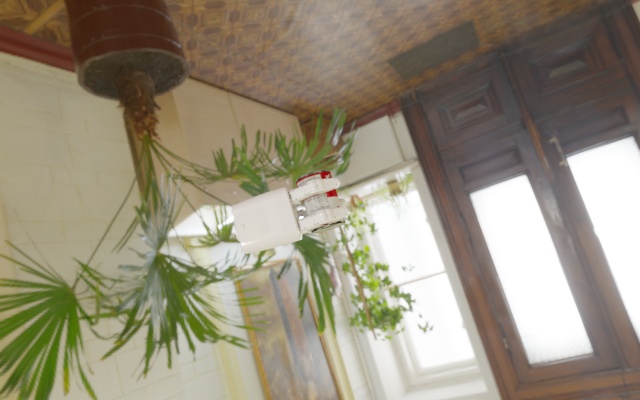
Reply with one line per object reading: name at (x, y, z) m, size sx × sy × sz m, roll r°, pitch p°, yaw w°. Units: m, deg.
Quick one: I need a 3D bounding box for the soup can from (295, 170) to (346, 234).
soup can at (0.001, 0.003, 0.875) m, size 0.068 × 0.102 × 0.068 m, roll -17°, pitch -10°, yaw -3°
